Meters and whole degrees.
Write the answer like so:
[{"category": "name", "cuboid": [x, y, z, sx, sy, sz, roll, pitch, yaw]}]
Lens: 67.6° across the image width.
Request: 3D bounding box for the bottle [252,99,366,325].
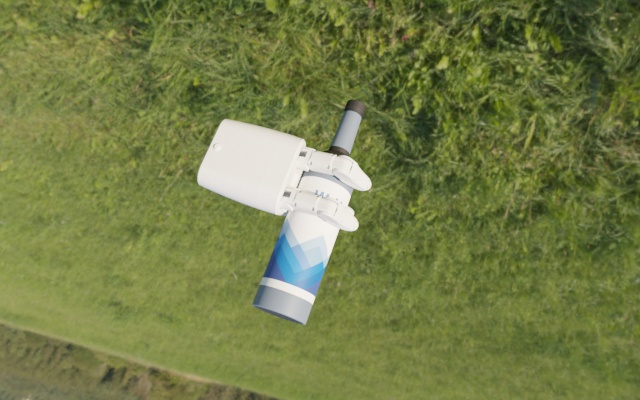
[{"category": "bottle", "cuboid": [0.000, 0.002, 0.600, 0.069, 0.295, 0.069, 18, -18, 6]}]
